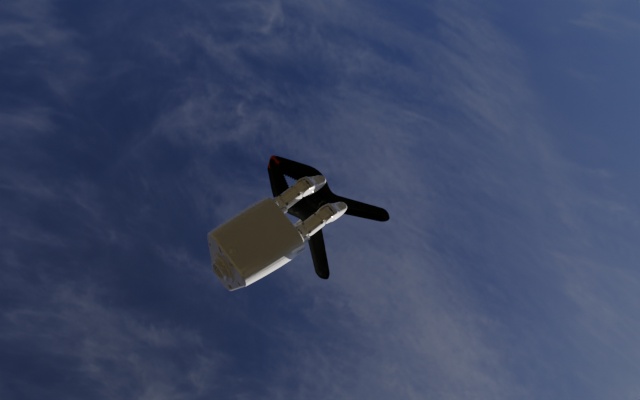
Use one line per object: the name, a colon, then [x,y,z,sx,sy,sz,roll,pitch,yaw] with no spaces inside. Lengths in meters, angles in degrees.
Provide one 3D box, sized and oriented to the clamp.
clamp: [-0.001,0.003,0.761,0.164,0.210,0.036,-32,-16,-30]
